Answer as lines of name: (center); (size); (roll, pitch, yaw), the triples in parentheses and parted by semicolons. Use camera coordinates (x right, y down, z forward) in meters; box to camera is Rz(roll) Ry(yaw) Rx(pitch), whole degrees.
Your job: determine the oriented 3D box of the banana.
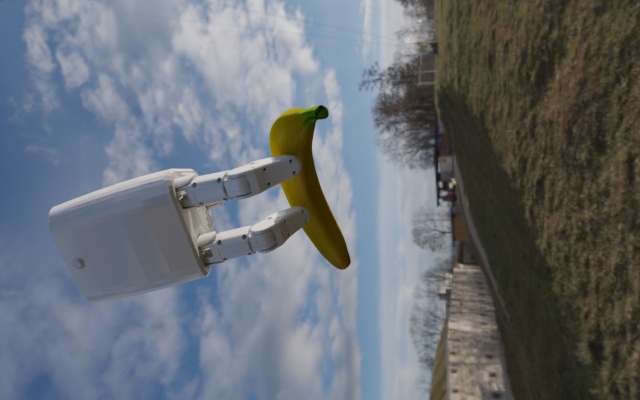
banana: (-0.011, -0.011, 0.439); (0.037, 0.198, 0.069); (-32, 48, -17)
